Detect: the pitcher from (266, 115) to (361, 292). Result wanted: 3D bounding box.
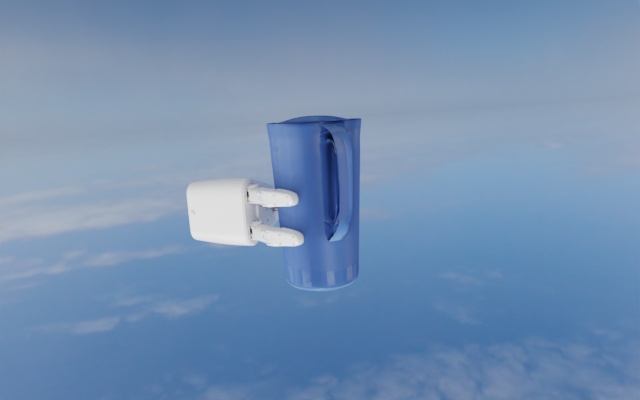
[{"bbox_3d":[0.000,0.002,0.679,0.145,0.243,0.149,1,11,23],"label":"pitcher"}]
